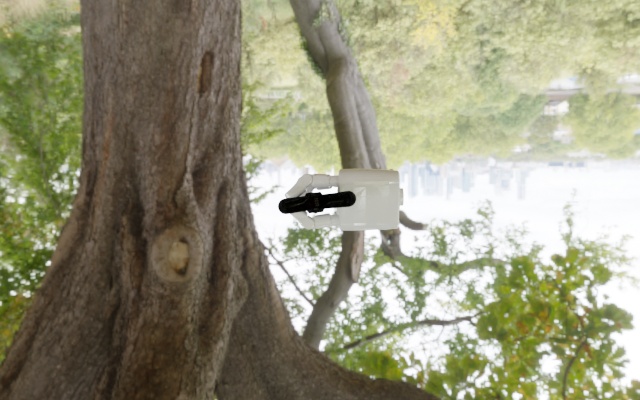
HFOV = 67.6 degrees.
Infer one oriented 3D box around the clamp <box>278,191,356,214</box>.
[{"bbox_3d":[0.000,0.003,0.800,0.120,0.039,0.171,-1,3,5],"label":"clamp"}]
